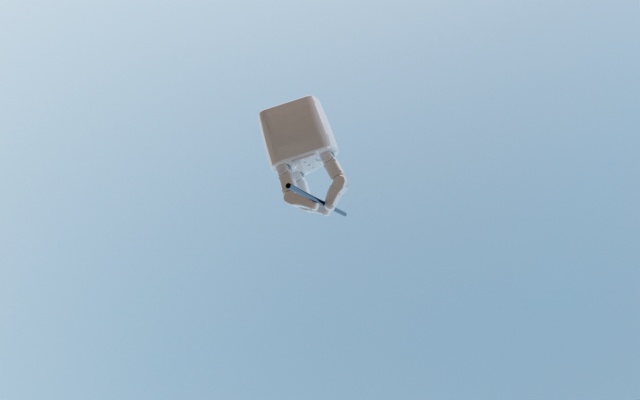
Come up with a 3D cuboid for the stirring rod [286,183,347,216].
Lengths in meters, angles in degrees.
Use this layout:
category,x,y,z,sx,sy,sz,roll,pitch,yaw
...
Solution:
category,x,y,z,sx,sy,sz,roll,pitch,yaw
stirring rod,0.000,0.002,0.763,0.011,0.011,0.239,0,-11,22
